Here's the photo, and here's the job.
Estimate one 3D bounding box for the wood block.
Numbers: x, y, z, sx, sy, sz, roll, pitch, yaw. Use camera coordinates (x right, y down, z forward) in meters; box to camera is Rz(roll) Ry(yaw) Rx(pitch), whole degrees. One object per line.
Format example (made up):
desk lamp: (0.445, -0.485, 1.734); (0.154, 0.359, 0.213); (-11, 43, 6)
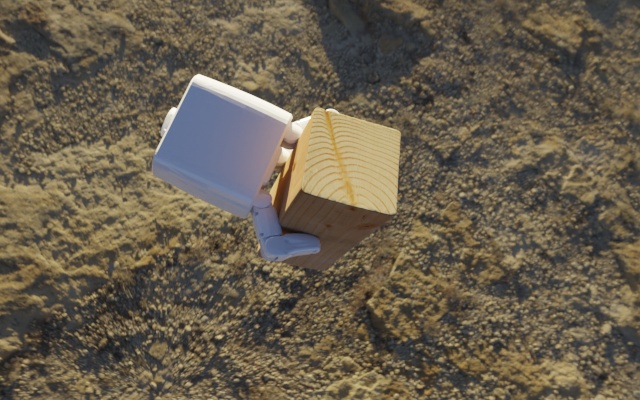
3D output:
wood block: (0.000, 0.002, 0.518); (0.090, 0.090, 0.206); (14, -25, -13)
